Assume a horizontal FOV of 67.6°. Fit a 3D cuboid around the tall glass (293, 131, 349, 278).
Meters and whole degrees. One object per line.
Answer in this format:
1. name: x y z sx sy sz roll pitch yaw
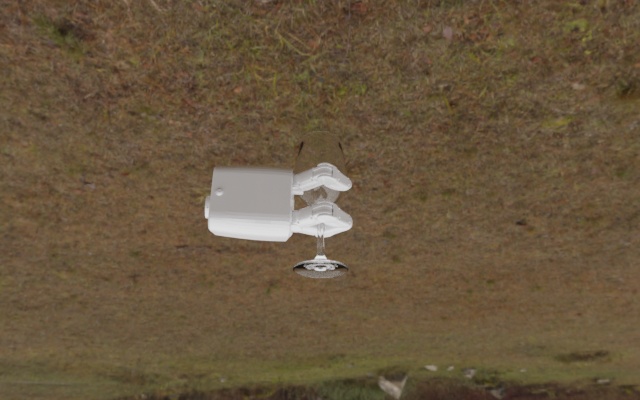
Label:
1. tall glass: 0.000 0.003 0.675 0.079 0.201 0.079 0 -25 0
